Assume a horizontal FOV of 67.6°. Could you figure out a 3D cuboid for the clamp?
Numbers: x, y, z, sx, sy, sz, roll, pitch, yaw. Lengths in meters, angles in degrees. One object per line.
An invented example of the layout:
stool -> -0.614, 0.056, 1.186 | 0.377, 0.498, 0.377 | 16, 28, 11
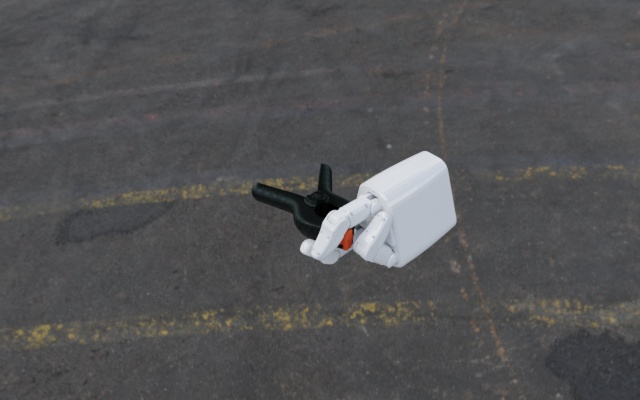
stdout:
clamp -> 0.000, 0.002, 0.628 | 0.120, 0.039, 0.171 | -30, 46, -25
